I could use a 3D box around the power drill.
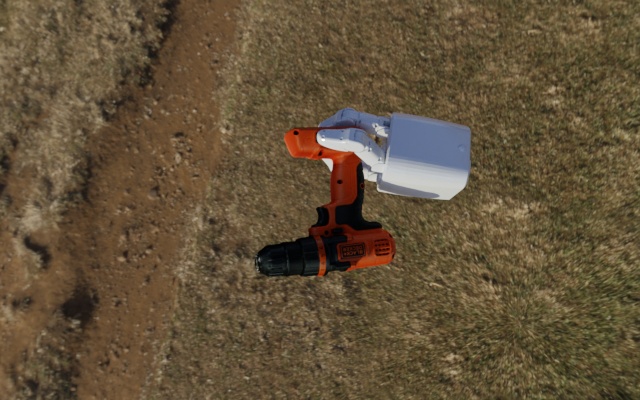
[{"bbox_3d":[0.000,0.002,0.615,0.184,0.187,0.057,-4,-5,-20],"label":"power drill"}]
